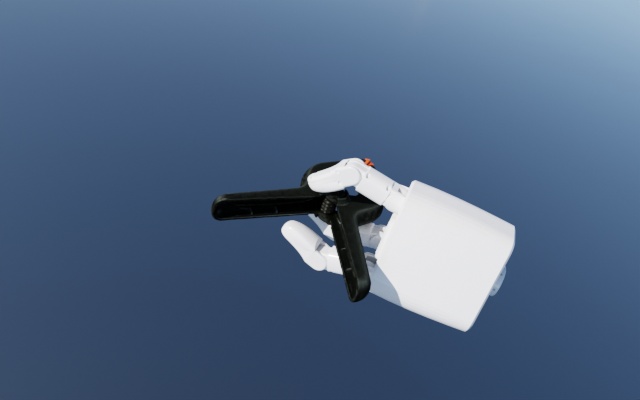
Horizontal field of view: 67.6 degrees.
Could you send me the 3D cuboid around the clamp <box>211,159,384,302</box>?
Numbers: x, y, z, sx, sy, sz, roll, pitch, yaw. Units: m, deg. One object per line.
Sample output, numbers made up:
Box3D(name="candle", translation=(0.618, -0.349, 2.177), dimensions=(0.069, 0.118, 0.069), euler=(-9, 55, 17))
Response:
Box3D(name="clamp", translation=(0.001, 0.001, 0.497), dimensions=(0.164, 0.036, 0.210), euler=(26, 35, 8))
